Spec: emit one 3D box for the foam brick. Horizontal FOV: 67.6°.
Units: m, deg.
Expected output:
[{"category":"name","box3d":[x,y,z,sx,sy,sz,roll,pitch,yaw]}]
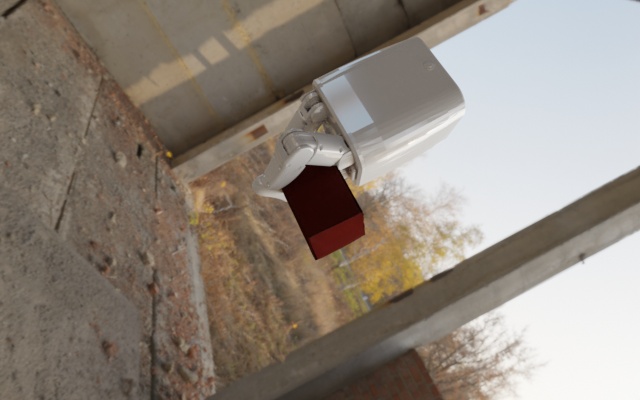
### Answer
[{"category":"foam brick","box3d":[0.000,0.002,0.421,0.051,0.078,0.053,-24,-27,-6]}]
